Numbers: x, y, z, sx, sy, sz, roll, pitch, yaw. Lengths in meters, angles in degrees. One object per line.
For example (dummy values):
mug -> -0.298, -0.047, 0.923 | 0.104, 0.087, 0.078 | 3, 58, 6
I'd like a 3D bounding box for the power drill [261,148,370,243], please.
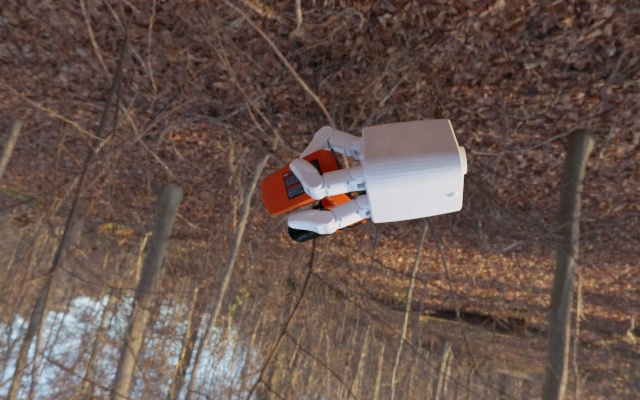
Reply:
power drill -> 0.000, 0.002, 0.657 | 0.184, 0.057, 0.188 | -26, -21, 20
